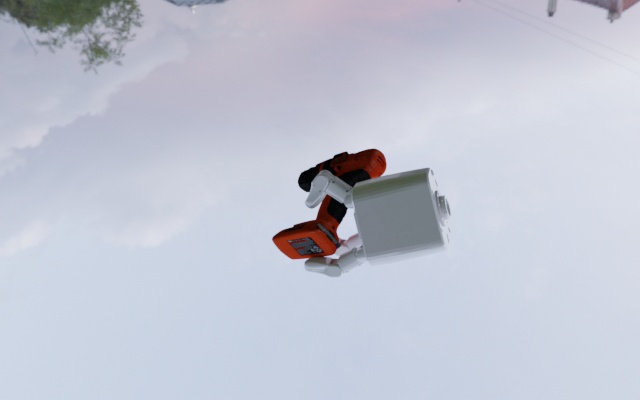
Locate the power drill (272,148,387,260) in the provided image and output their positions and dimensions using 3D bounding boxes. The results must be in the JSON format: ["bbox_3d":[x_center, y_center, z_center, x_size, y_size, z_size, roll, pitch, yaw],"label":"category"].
[{"bbox_3d":[0.000,0.003,0.744,0.184,0.187,0.057,-15,-53,47],"label":"power drill"}]
